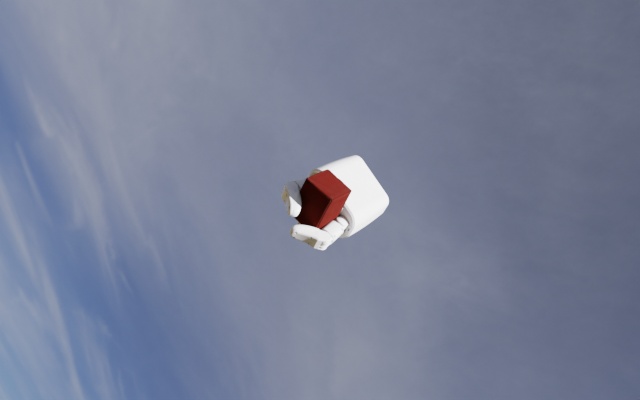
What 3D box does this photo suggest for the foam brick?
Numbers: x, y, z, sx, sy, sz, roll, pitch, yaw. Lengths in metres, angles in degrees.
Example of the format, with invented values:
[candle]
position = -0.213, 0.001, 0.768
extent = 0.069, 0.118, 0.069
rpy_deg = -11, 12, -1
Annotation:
[foam brick]
position = 0.000, 0.002, 0.708
extent = 0.053, 0.078, 0.051
rpy_deg = 44, 42, 19
